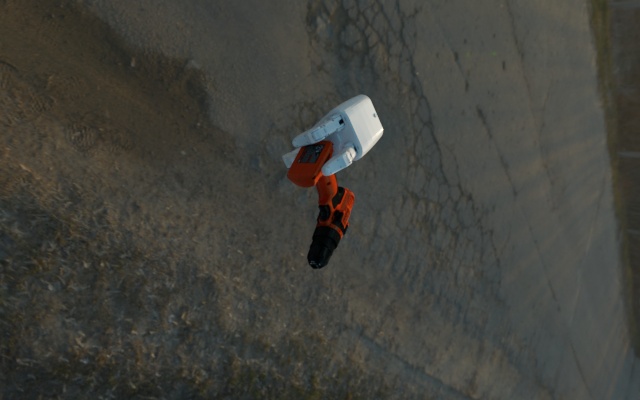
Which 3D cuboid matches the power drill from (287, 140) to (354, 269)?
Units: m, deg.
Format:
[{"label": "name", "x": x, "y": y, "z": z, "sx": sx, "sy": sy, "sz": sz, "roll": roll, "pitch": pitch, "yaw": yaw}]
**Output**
[{"label": "power drill", "x": 0.000, "y": 0.002, "z": 0.845, "sx": 0.057, "sy": 0.184, "sz": 0.188, "roll": 3, "pitch": -44, "yaw": 23}]
